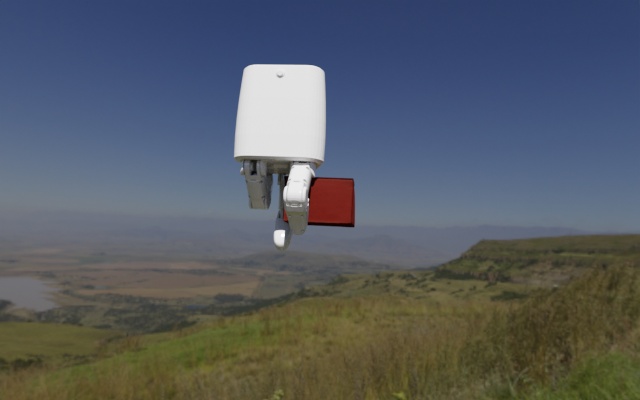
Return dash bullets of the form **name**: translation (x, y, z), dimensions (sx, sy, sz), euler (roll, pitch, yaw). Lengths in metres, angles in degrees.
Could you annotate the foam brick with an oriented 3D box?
- **foam brick**: translation (0.000, 0.002, 0.540), dimensions (0.078, 0.051, 0.053), euler (2, -7, 6)
